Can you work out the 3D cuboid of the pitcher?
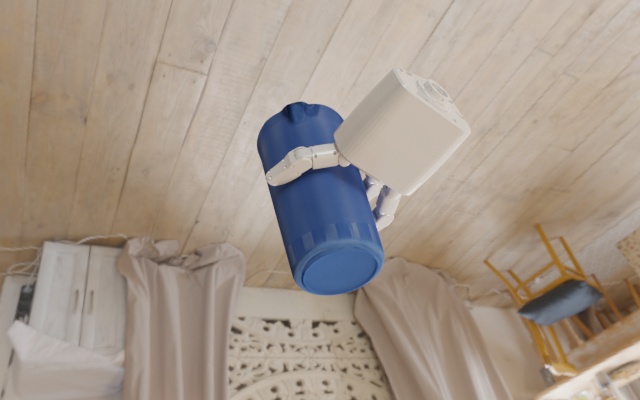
[{"bbox_3d":[0.000,0.002,0.623,0.149,0.242,0.145,21,-53,-34],"label":"pitcher"}]
